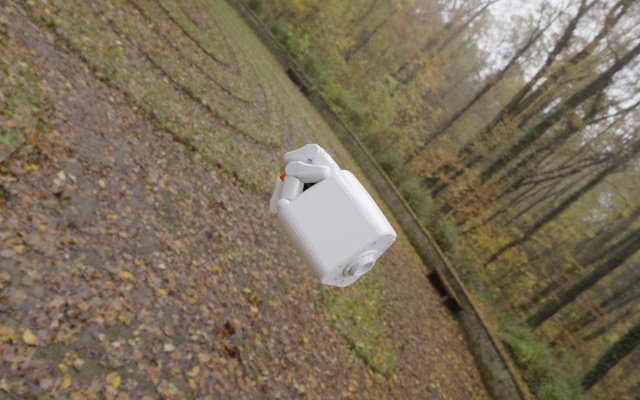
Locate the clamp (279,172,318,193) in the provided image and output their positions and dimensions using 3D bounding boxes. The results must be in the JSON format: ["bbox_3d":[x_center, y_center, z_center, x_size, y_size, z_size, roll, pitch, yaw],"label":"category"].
[{"bbox_3d":[0.000,0.002,0.716,0.039,0.120,0.171,-42,-28,11],"label":"clamp"}]
